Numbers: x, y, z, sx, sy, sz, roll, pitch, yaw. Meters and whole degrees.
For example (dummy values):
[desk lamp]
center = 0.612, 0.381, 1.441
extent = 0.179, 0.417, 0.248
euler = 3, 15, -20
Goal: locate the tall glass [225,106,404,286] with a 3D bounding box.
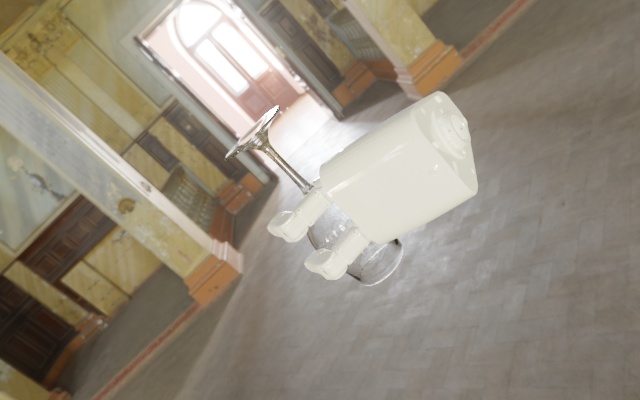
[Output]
[tall glass]
center = 0.000, 0.001, 0.493
extent = 0.201, 0.079, 0.079
euler = 46, -17, -17
